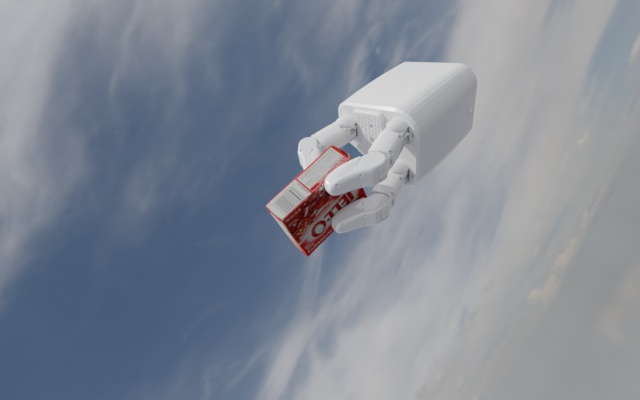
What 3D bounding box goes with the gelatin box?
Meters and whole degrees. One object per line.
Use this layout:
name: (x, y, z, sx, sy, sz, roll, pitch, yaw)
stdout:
gelatin box: (0.000, 0.002, 0.462, 0.030, 0.089, 0.073, 40, -13, 35)
